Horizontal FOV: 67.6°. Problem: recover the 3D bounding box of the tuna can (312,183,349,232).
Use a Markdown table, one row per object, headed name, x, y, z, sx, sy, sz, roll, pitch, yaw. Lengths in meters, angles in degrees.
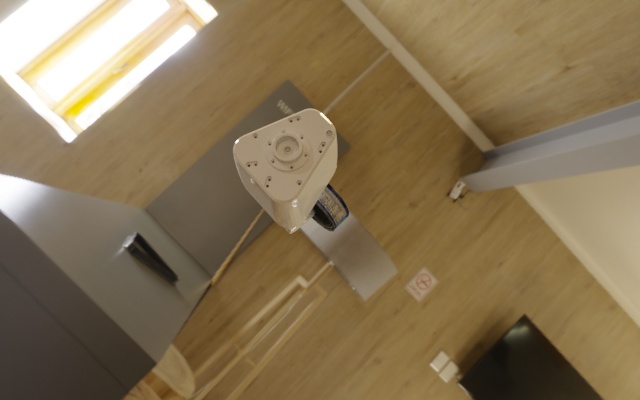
| name | x | y | z | sx | sy | sz | roll | pitch | yaw |
| --- | --- | --- | --- | --- | --- | --- | --- | --- | --- |
| tuna can | 0.001 | 0.002 | 0.682 | 0.033 | 0.086 | 0.086 | -43 | 13 | -14 |
